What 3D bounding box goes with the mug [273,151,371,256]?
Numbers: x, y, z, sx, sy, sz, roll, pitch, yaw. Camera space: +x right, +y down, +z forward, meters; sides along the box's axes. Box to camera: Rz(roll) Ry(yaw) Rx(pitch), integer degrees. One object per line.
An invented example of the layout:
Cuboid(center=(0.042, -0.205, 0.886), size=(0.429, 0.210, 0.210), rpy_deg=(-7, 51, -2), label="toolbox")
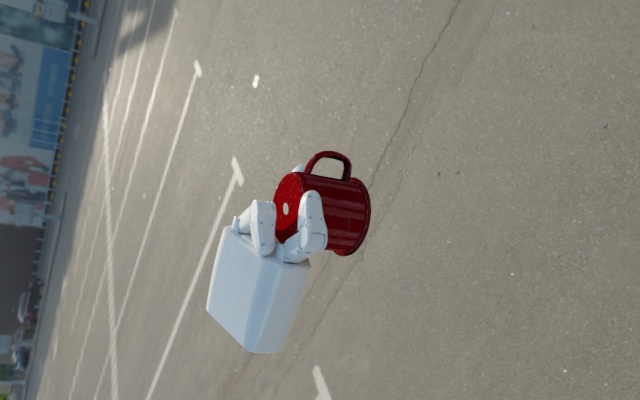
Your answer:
Cuboid(center=(0.000, 0.000, 0.533), size=(0.081, 0.117, 0.093), rpy_deg=(9, 12, -30), label="mug")
